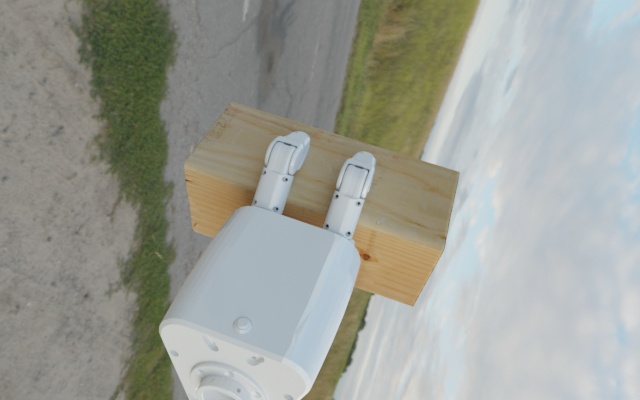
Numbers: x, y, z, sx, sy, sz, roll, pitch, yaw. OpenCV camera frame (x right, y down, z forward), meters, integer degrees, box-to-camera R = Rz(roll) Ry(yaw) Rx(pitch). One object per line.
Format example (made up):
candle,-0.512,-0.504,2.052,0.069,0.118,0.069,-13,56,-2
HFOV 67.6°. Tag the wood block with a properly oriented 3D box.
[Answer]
wood block,0.000,0.002,0.414,0.206,0.090,0.091,18,-41,7
